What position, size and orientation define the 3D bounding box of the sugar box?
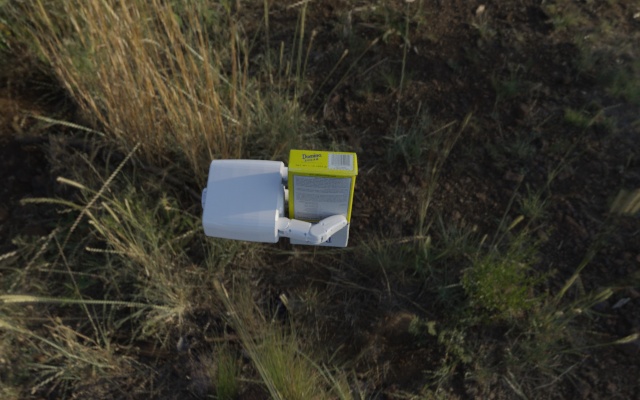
[{"bbox_3d":[0.000,0.002,0.703,0.093,0.048,0.176,4,-36,0],"label":"sugar box"}]
